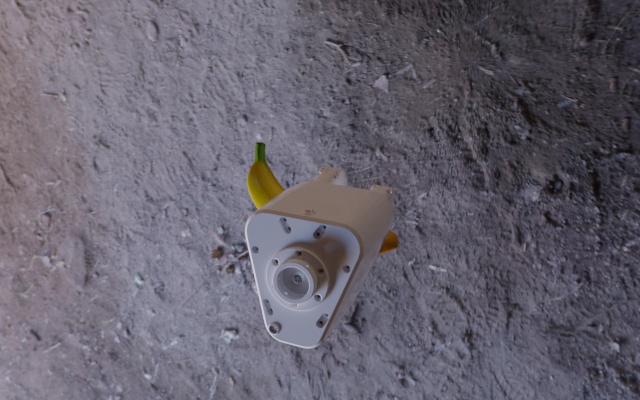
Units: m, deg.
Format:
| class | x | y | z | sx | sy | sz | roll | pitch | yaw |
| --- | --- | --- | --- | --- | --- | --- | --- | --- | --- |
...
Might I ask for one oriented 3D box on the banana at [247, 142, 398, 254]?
| class | x | y | z | sx | sy | sz | roll | pitch | yaw |
| --- | --- | --- | --- | --- | --- | --- | --- | --- | --- |
| banana | -0.012 | 0.015 | 0.527 | 0.198 | 0.070 | 0.037 | 35 | 18 | 11 |
